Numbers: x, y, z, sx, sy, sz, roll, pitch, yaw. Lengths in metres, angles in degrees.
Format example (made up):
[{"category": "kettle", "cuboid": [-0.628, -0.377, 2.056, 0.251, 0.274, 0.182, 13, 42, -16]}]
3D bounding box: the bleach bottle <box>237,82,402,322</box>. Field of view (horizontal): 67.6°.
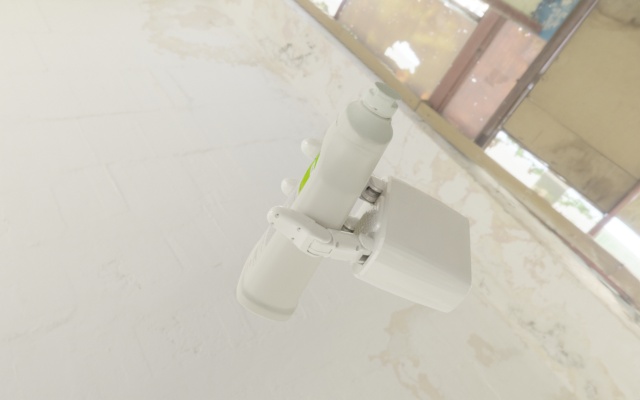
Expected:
[{"category": "bleach bottle", "cuboid": [0.000, 0.001, 0.468, 0.068, 0.251, 0.102, 26, 30, -11]}]
